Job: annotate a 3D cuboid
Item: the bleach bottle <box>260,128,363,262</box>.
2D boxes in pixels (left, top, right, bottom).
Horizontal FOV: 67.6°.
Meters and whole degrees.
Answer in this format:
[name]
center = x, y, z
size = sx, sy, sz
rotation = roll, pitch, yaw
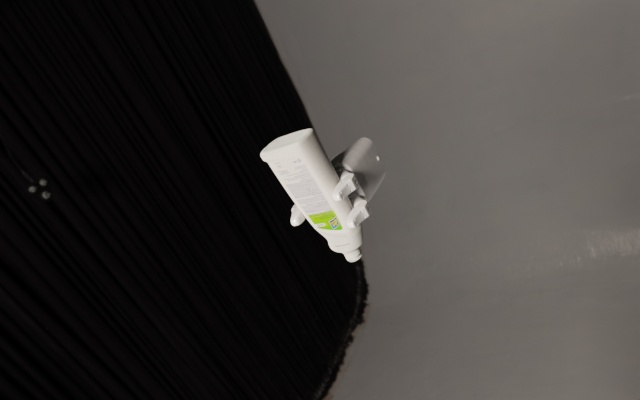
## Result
[bleach bottle]
center = 0.000, 0.003, 0.831
size = 0.102, 0.251, 0.068
rotation = -10, 29, 40
